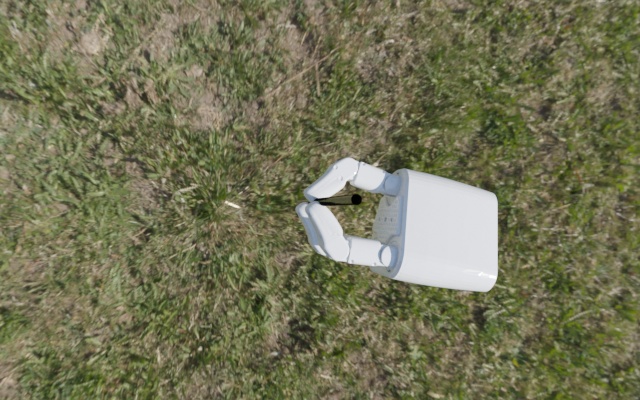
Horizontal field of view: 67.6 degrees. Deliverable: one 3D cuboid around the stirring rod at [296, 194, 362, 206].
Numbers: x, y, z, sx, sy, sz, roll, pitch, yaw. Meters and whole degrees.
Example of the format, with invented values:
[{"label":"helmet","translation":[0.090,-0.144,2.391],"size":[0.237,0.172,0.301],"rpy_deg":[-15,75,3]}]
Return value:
[{"label":"stirring rod","translation":[0.000,0.001,0.453],"size":[0.011,0.011,0.239],"rpy_deg":[0,-1,-12]}]
